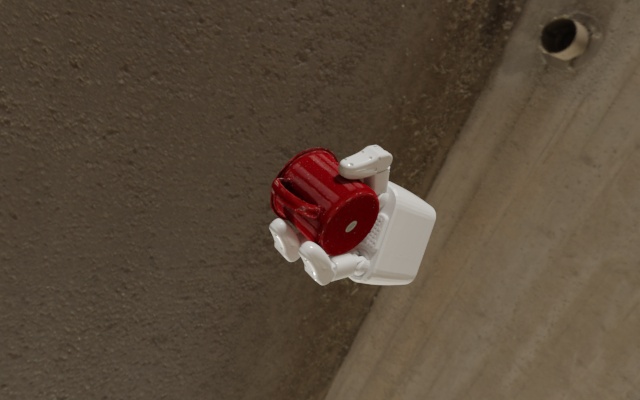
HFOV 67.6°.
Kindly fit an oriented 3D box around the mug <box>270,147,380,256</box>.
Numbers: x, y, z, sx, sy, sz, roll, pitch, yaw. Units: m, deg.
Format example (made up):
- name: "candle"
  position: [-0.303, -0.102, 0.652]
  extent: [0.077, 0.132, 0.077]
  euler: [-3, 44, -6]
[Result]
- name: "mug"
  position: [-0.001, 0.001, 0.492]
  extent: [0.117, 0.093, 0.081]
  euler: [16, 20, -50]
